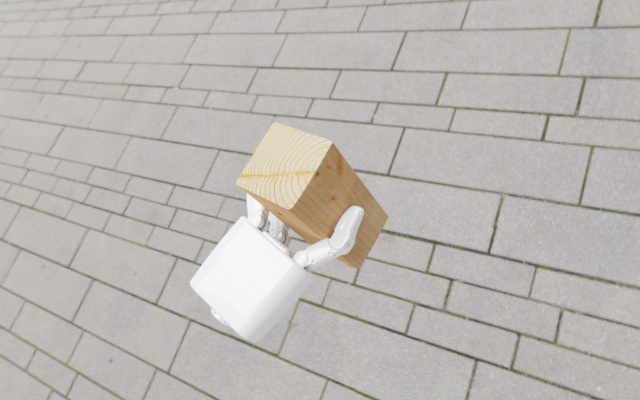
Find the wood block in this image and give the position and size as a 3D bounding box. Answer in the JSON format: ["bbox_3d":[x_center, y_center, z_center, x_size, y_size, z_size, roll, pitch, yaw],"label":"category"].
[{"bbox_3d":[0.000,0.002,0.608,0.091,0.090,0.206,24,-12,33],"label":"wood block"}]
